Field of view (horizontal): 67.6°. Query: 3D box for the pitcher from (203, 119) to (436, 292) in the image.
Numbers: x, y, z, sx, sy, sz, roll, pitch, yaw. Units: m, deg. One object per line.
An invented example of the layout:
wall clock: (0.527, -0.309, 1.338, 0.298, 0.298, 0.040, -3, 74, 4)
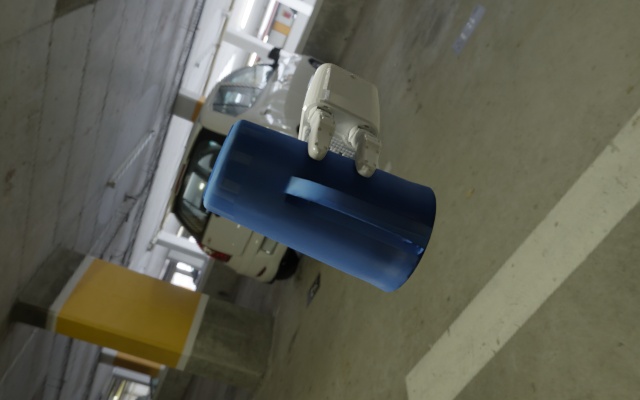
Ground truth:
pitcher: (0.000, 0.002, 0.536, 0.243, 0.145, 0.149, 22, -49, -11)
